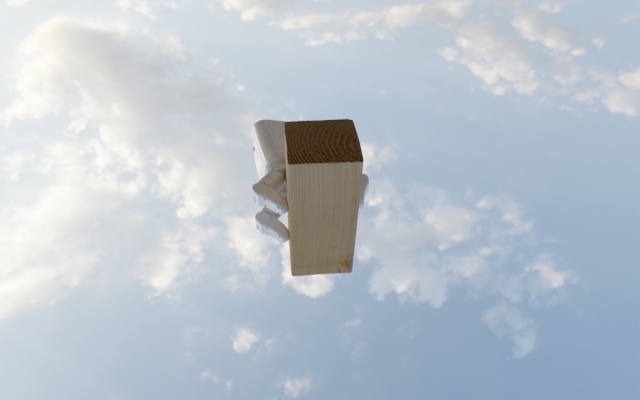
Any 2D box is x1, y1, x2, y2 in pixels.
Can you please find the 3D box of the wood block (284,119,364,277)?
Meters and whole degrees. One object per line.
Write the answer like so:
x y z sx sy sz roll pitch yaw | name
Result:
0.000 0.002 0.646 0.091 0.206 0.090 -4 44 -5 | wood block
